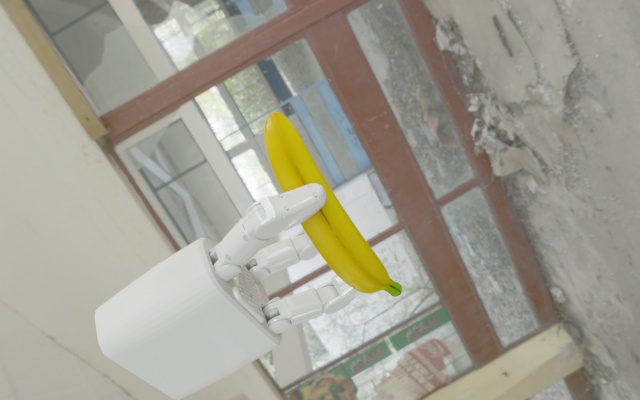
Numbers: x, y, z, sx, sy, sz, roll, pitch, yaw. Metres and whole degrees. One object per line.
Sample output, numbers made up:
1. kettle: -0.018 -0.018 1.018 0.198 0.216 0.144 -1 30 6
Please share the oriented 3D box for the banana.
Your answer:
1. banana: -0.002 0.003 0.397 0.037 0.197 0.069 -34 -11 7
